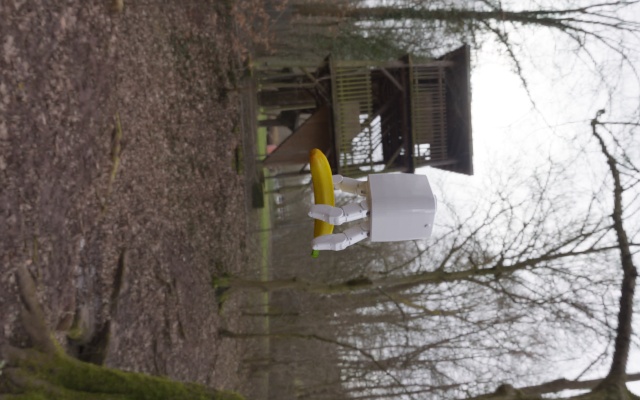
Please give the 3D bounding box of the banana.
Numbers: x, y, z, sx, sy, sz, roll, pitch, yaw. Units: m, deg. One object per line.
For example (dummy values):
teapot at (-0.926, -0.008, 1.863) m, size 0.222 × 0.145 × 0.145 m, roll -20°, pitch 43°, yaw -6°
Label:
banana at (0.003, -0.002, 0.819) m, size 0.037 × 0.198 × 0.069 m, roll 2°, pitch 24°, yaw 10°
